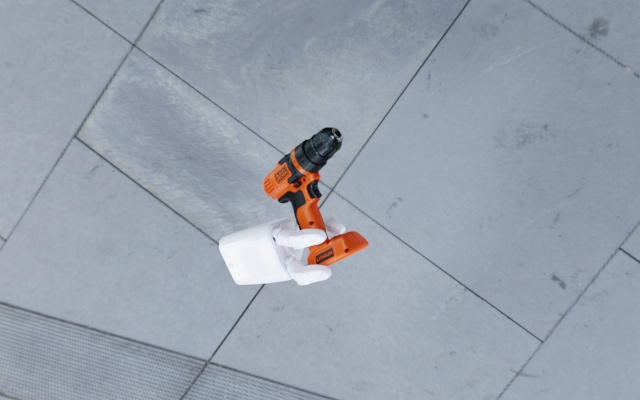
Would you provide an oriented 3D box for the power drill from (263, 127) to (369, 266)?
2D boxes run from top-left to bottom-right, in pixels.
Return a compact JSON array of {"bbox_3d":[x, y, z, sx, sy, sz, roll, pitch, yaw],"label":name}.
[{"bbox_3d":[0.000,0.003,0.734,0.057,0.187,0.184,-15,-15,-43],"label":"power drill"}]
